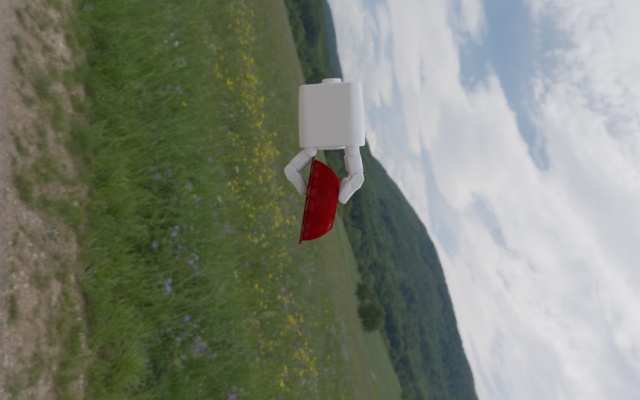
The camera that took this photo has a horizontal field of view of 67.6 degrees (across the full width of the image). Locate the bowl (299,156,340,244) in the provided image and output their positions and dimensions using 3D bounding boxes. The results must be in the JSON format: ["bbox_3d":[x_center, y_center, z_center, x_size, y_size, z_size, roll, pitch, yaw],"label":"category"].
[{"bbox_3d":[0.000,0.004,0.854,0.055,0.162,0.162,9,0,-2],"label":"bowl"}]
